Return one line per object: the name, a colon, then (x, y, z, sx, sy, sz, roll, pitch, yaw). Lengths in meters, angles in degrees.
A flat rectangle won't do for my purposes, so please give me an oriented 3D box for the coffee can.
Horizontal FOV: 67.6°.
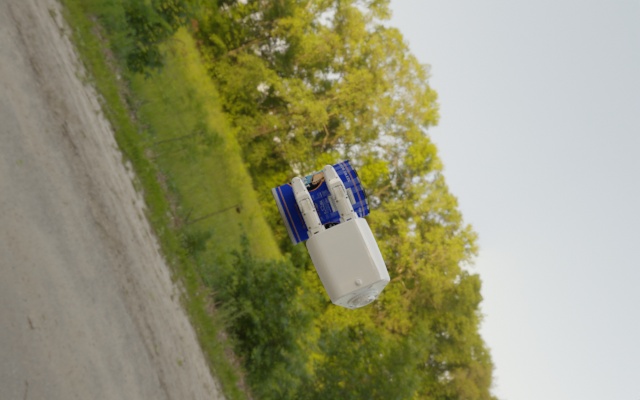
coffee can: (0.000, 0.003, 0.810, 0.140, 0.103, 0.103, -22, 1, -3)
